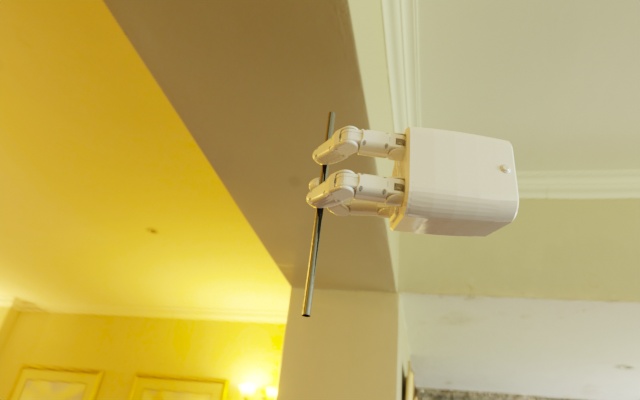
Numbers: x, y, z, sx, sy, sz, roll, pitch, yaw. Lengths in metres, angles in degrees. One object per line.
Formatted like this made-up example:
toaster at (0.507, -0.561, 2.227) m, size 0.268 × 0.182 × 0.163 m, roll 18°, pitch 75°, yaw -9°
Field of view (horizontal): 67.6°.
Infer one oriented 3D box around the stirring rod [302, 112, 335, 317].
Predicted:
stirring rod at (0.000, 0.002, 0.491) m, size 0.011 × 0.239 × 0.011 m, roll 5°, pitch -31°, yaw 3°
